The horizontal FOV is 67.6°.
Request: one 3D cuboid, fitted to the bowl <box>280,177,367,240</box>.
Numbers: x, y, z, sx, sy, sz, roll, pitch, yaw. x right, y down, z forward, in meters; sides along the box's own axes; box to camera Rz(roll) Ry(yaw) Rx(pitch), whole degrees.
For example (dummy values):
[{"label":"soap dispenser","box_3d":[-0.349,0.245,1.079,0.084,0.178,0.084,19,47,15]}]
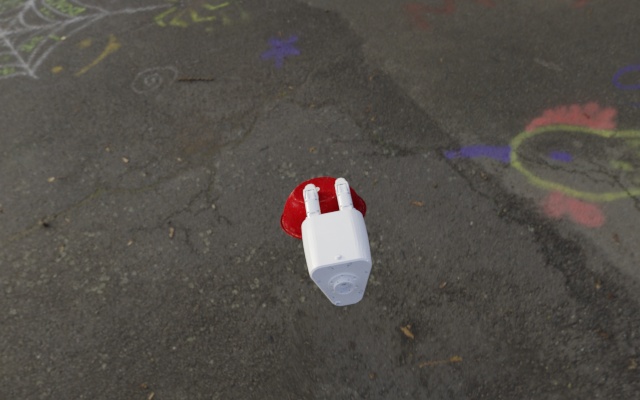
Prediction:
[{"label":"bowl","box_3d":[0.000,0.002,0.867,0.162,0.055,0.162,-9,31,6]}]
